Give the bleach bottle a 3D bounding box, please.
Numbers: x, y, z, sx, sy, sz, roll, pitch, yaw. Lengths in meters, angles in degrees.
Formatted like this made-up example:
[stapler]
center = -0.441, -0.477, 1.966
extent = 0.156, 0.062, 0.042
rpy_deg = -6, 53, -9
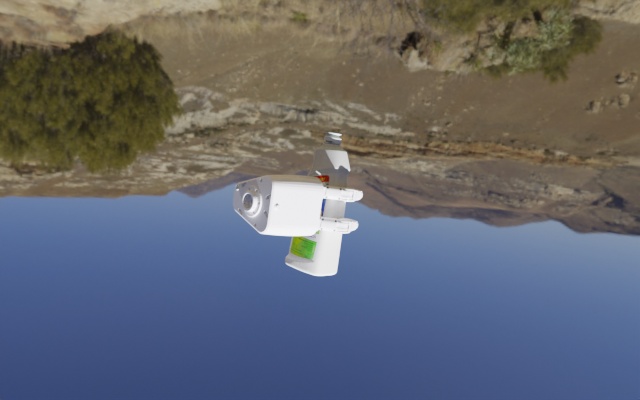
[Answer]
[bleach bottle]
center = 0.000, 0.003, 0.866
extent = 0.068, 0.251, 0.102
rpy_deg = 3, 7, -43
